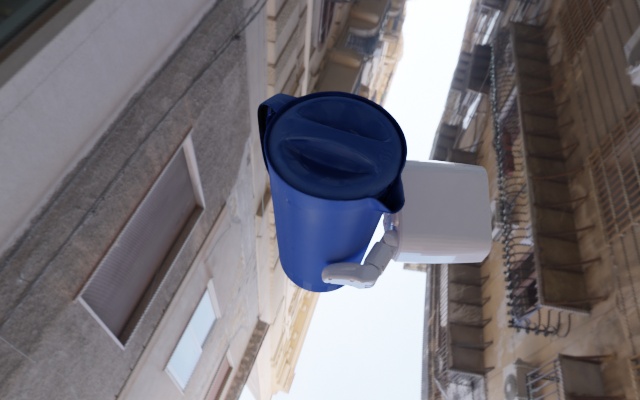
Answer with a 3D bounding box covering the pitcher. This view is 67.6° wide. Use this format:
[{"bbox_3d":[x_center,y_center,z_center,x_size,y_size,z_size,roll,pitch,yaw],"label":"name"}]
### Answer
[{"bbox_3d":[0.000,0.002,0.538,0.145,0.149,0.243,2,-34,-4],"label":"pitcher"}]
